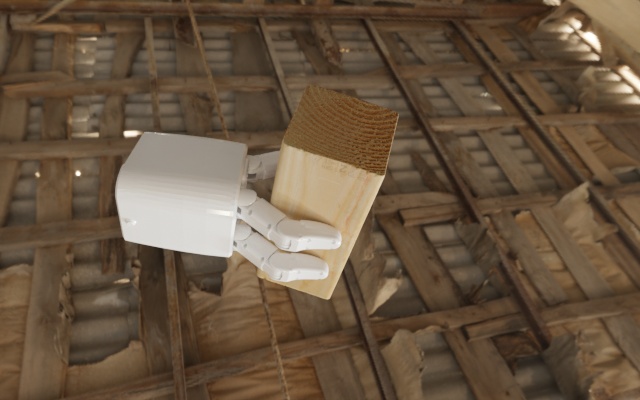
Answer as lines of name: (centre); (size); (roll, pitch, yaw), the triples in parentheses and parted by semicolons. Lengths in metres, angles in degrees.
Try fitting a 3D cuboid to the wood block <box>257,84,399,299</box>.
wood block: (0.000, 0.001, 0.485); (0.090, 0.090, 0.206); (18, -41, 0)
